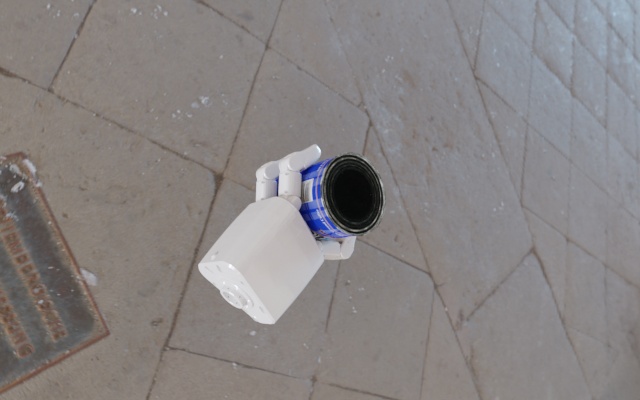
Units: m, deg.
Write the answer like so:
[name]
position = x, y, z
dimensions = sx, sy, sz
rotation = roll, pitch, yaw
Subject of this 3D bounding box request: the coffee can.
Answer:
[coffee can]
position = 0.000, 0.002, 0.626
dimensions = 0.103, 0.103, 0.140
rotation = 0, -9, -37
